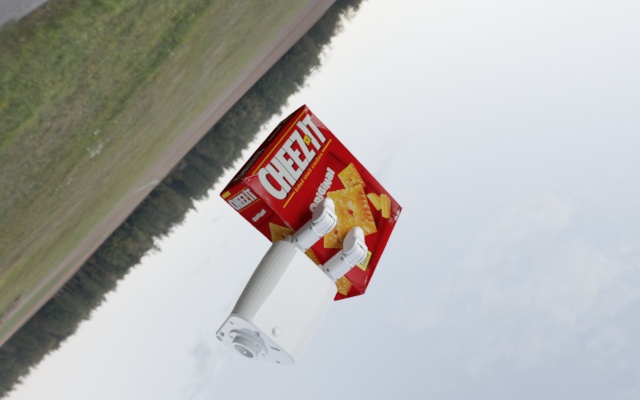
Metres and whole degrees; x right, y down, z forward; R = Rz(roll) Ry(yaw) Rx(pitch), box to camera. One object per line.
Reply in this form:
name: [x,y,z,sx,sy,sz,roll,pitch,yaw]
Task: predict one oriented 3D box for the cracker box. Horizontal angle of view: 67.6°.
cracker box: [0.000,0.002,0.639,0.072,0.214,0.164,-26,24,48]
